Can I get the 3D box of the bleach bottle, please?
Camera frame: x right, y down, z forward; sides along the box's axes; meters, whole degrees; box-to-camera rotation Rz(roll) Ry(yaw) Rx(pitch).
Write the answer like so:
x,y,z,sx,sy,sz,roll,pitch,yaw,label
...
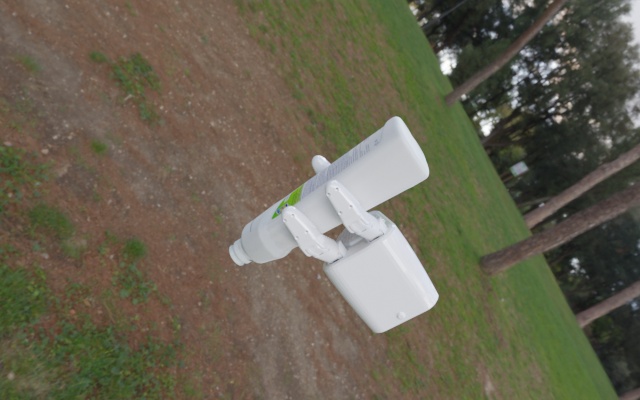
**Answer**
x,y,z,sx,sy,sz,roll,pitch,yaw,label
0.000,0.002,0.557,0.251,0.068,0.102,-32,13,18,bleach bottle
